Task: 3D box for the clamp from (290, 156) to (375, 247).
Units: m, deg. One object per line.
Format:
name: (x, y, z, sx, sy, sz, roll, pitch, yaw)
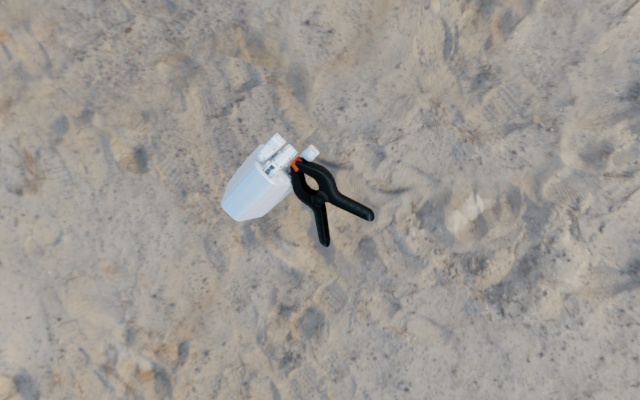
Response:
clamp: (0.000, 0.003, 0.847, 0.120, 0.171, 0.039, -43, 1, 25)
